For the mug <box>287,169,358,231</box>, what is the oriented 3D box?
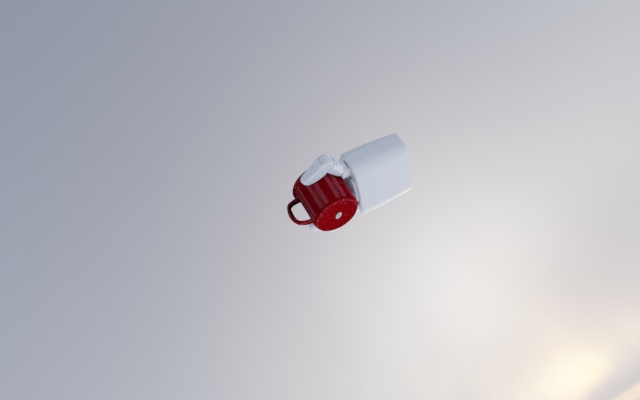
[{"bbox_3d":[-0.001,0.003,0.807,0.117,0.081,0.093,-26,-34,-10],"label":"mug"}]
